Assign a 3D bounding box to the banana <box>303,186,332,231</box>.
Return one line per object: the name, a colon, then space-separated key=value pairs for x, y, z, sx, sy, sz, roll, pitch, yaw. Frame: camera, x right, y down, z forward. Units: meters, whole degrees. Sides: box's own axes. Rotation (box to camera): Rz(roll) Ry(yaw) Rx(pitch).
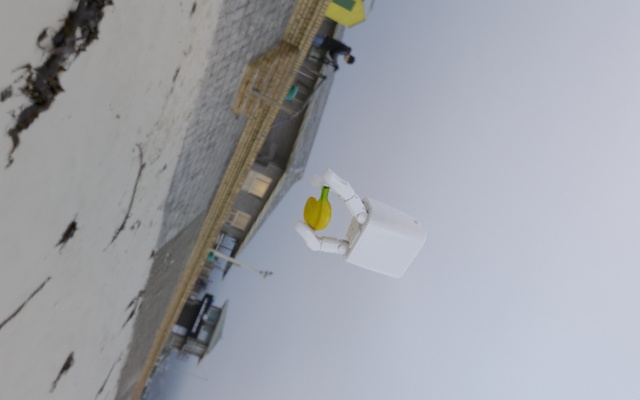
banana: x=-0.005 y=0.020 z=0.847 sx=0.037 sy=0.069 sz=0.198 roll=18 pitch=-8 yaw=-8
